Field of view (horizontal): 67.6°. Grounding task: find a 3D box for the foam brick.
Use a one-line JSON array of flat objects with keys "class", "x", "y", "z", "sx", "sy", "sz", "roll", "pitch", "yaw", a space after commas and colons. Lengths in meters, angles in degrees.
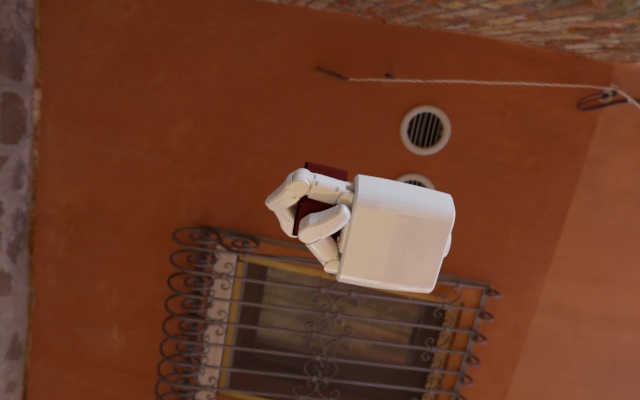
[{"class": "foam brick", "x": 0.000, "y": 0.002, "z": 0.542, "sx": 0.051, "sy": 0.053, "sz": 0.078, "roll": 10, "pitch": 38, "yaw": -2}]
